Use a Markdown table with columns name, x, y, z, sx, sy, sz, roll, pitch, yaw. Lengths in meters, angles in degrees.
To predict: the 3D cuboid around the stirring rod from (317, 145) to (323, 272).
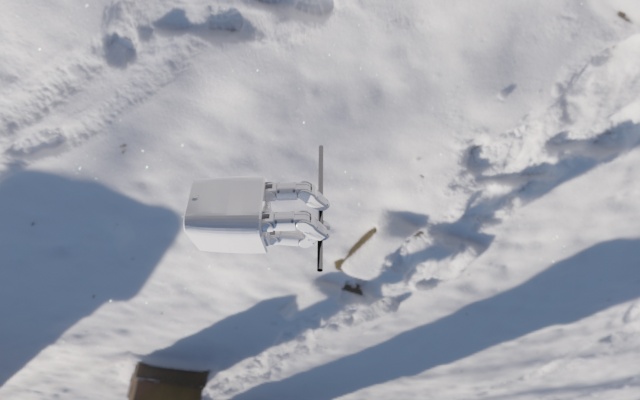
| name | x | y | z | sx | sy | sz | roll | pitch | yaw |
| --- | --- | --- | --- | --- | --- | --- | --- | --- | --- |
| stirring rod | 0.000 | 0.002 | 0.722 | 0.011 | 0.239 | 0.011 | 0 | -40 | 0 |
